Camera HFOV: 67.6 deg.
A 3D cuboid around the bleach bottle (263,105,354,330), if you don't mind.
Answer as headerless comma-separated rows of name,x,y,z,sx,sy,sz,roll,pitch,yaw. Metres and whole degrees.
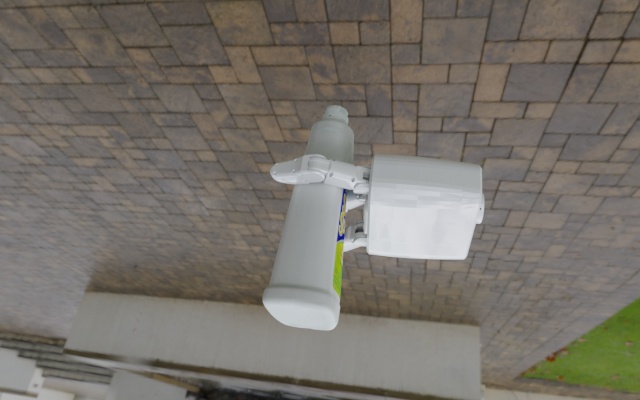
bleach bottle,0.000,0.002,0.509,0.068,0.250,0.103,4,-27,10
